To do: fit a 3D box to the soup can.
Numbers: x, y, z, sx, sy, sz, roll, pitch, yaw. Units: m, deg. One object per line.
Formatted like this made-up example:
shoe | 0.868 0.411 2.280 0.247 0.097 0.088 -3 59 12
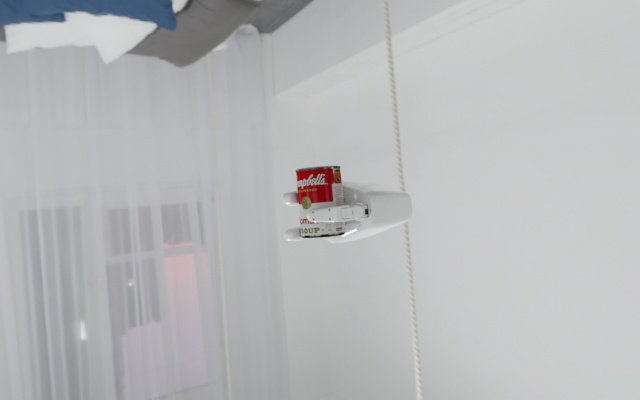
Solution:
soup can | 0.000 0.003 0.710 0.068 0.102 0.068 -4 0 0
